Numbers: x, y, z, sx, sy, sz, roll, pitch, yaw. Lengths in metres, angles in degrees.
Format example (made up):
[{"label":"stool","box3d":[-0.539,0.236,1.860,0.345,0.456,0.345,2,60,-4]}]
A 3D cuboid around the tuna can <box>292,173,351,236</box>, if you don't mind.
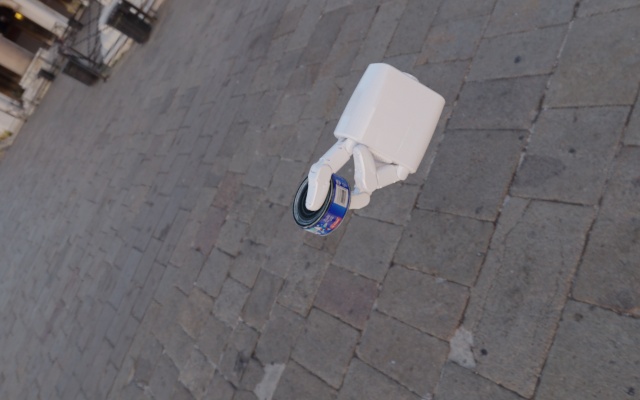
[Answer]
[{"label":"tuna can","box3d":[0.000,0.002,0.640,0.034,0.086,0.086,23,-14,-35]}]
